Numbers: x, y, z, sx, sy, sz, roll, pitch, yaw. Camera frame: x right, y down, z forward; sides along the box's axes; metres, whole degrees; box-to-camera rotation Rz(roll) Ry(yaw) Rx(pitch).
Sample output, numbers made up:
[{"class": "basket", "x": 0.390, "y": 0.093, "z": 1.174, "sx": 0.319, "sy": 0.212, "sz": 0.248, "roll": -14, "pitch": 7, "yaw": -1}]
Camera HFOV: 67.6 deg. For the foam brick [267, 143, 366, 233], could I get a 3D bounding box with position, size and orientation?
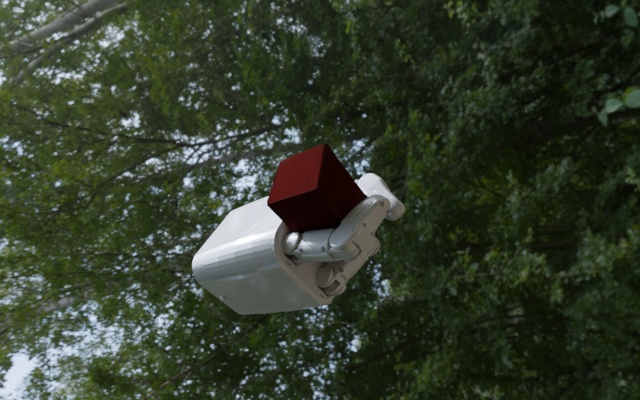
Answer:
[{"class": "foam brick", "x": 0.000, "y": 0.001, "z": 0.409, "sx": 0.051, "sy": 0.053, "sz": 0.078, "roll": -15, "pitch": -47, "yaw": 30}]
